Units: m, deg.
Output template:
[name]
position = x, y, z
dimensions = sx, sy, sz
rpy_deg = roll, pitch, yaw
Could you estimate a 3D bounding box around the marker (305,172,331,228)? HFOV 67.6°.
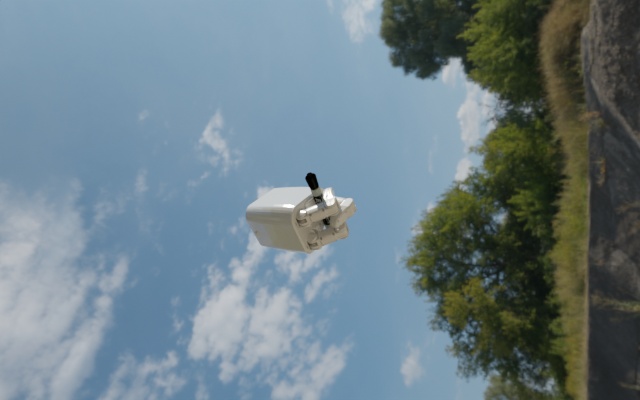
[marker]
position = 0.000, 0.003, 0.812
dimensions = 0.020, 0.121, 0.020
rpy_deg = -15, 35, 11
